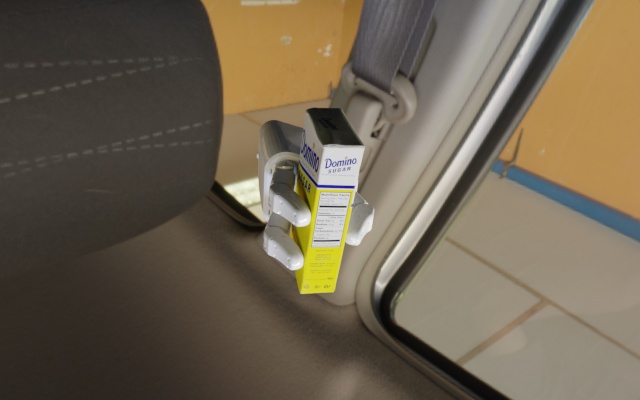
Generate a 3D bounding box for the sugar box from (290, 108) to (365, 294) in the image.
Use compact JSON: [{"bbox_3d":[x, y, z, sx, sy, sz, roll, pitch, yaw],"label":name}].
[{"bbox_3d":[-0.001,0.002,0.499,0.048,0.176,0.093,-2,32,-13],"label":"sugar box"}]
